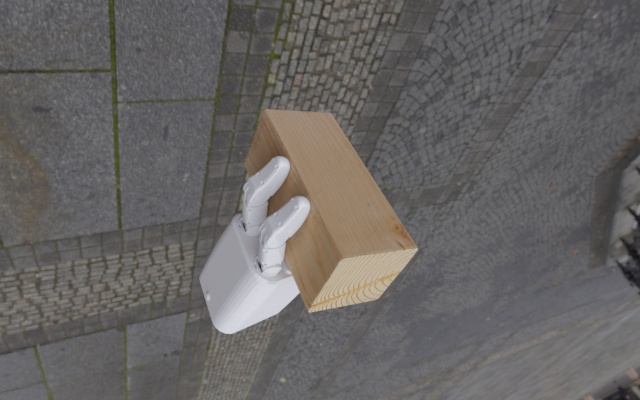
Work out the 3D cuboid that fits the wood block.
[{"bbox_3d":[0.000,0.002,0.512,0.091,0.206,0.090,-3,-42,-32],"label":"wood block"}]
